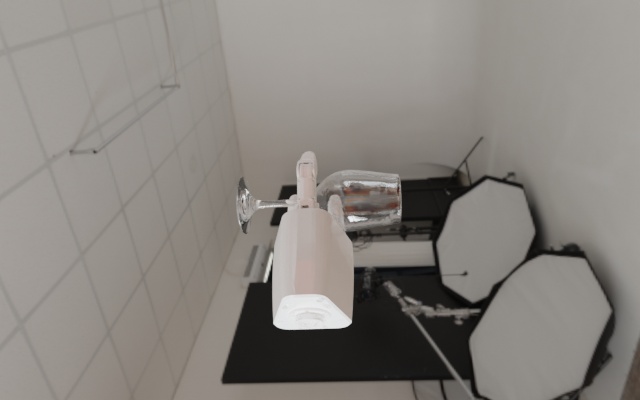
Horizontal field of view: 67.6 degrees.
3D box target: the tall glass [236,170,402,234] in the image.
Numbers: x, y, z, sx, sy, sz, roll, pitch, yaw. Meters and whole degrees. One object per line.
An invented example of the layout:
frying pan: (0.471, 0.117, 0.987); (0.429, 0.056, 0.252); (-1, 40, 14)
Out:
tall glass: (-0.001, 0.002, 0.608); (0.201, 0.079, 0.079); (-3, 0, 4)
